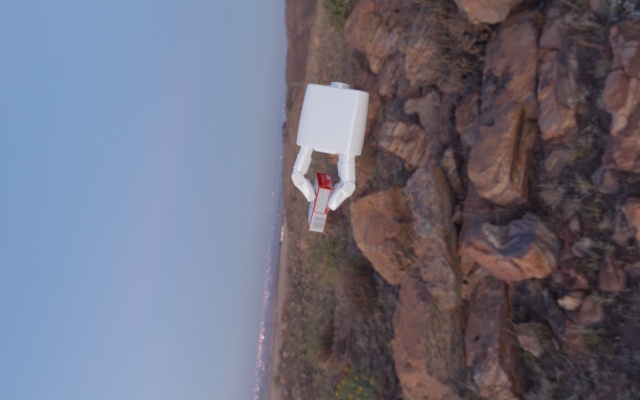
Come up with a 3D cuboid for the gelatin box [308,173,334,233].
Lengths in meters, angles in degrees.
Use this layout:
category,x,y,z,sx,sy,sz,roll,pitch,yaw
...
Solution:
category,x,y,z,sx,sy,sz,roll,pitch,yaw
gelatin box,0.000,0.003,0.867,0.030,0.089,0.073,11,21,-7
